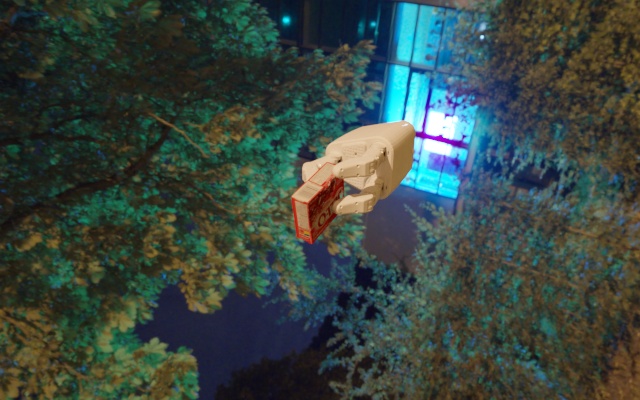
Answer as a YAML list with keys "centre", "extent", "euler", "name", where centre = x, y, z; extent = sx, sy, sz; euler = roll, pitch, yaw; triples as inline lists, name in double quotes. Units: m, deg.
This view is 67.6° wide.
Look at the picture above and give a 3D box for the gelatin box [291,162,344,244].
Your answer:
- centre: [0.000, 0.002, 0.641]
  extent: [0.030, 0.073, 0.089]
  euler: [21, 46, 27]
  name: "gelatin box"
